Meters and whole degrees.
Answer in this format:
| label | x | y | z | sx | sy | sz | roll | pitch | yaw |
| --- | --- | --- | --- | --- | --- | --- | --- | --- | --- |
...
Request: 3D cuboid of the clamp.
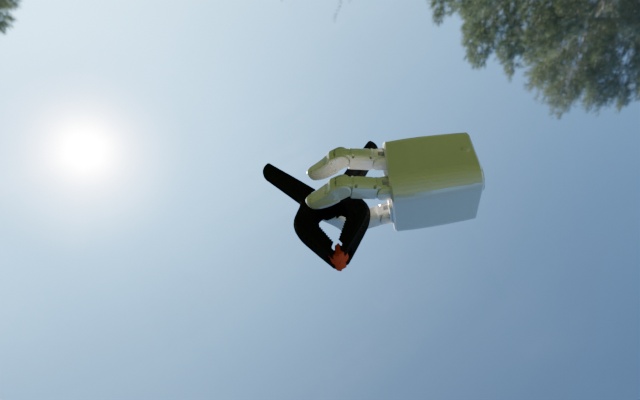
| label | x | y | z | sx | sy | sz | roll | pitch | yaw |
| --- | --- | --- | --- | --- | --- | --- | --- | --- | --- |
| clamp | 0.000 | 0.003 | 0.610 | 0.164 | 0.036 | 0.209 | -8 | 42 | 8 |
